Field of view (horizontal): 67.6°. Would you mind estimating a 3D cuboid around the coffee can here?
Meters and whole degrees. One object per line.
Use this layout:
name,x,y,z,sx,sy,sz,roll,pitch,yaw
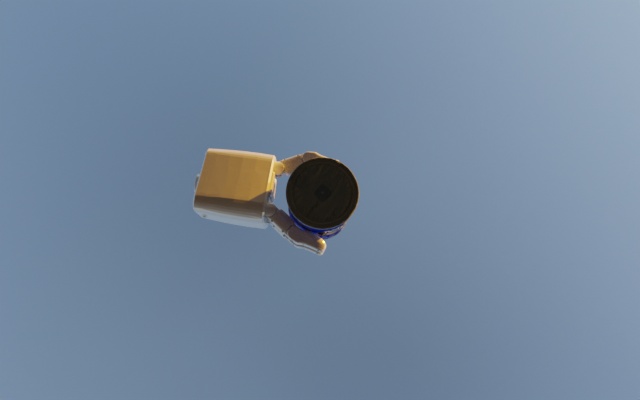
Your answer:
coffee can,0.000,0.002,0.731,0.103,0.102,0.140,0,-11,-2
